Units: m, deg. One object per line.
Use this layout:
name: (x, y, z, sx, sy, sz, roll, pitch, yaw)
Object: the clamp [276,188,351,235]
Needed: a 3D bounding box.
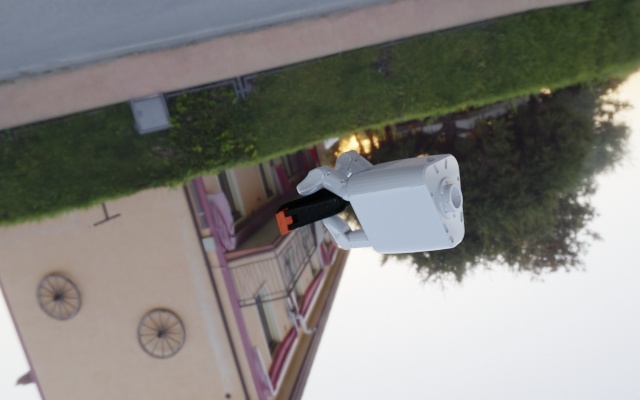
clamp: (0.000, 0.003, 0.668, 0.164, 0.036, 0.210, -9, 10, 41)
